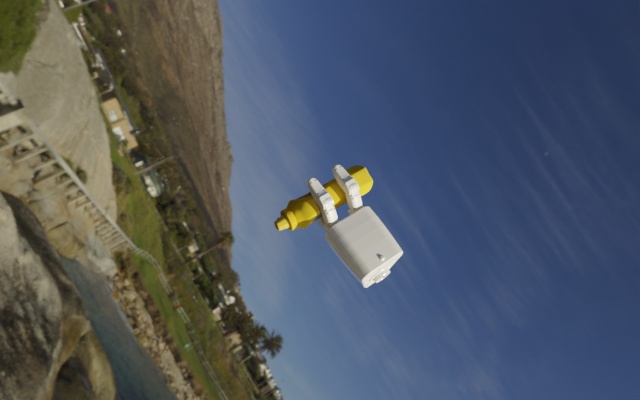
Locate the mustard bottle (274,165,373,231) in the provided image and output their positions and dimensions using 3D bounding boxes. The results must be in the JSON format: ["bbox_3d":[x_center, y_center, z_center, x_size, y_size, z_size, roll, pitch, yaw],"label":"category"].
[{"bbox_3d":[0.000,0.002,0.881,0.191,0.058,0.096,-30,1,-21],"label":"mustard bottle"}]
